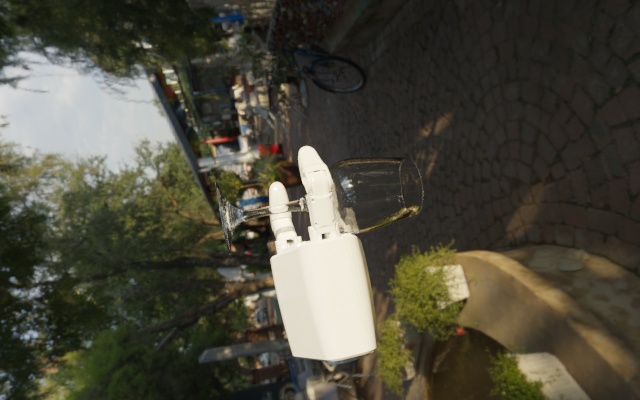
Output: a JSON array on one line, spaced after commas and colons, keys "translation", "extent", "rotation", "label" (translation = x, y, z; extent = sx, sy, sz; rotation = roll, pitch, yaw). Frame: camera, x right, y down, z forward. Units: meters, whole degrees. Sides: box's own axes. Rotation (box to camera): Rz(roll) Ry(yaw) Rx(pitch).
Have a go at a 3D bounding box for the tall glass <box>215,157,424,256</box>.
[{"translation": [-0.001, 0.002, 0.487], "extent": [0.201, 0.079, 0.079], "rotation": [-10, 2, -11], "label": "tall glass"}]
